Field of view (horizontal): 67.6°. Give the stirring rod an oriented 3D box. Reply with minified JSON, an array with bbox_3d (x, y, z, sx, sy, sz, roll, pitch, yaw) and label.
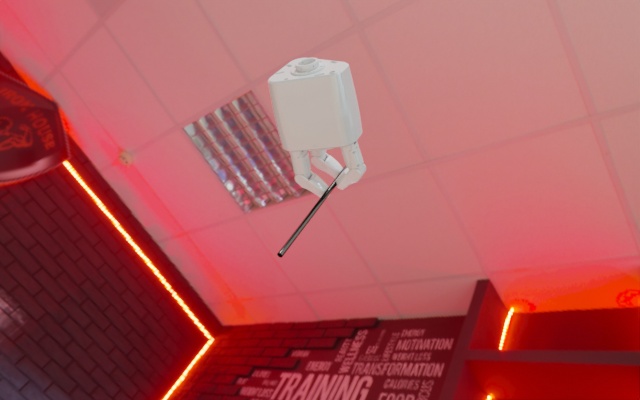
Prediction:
[{"bbox_3d":[0.000,0.002,0.705,0.011,0.011,0.239,0,35,33],"label":"stirring rod"}]
